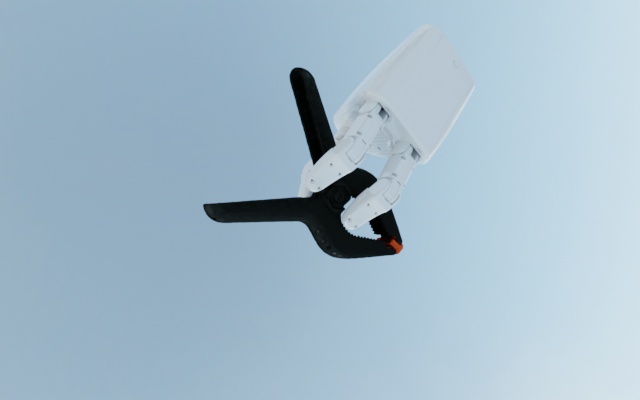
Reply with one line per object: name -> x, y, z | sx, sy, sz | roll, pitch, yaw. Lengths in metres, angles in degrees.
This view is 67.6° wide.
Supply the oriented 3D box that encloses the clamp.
clamp -> 0.000, 0.002, 0.465 | 0.210, 0.164, 0.036 | 46, -21, -25
